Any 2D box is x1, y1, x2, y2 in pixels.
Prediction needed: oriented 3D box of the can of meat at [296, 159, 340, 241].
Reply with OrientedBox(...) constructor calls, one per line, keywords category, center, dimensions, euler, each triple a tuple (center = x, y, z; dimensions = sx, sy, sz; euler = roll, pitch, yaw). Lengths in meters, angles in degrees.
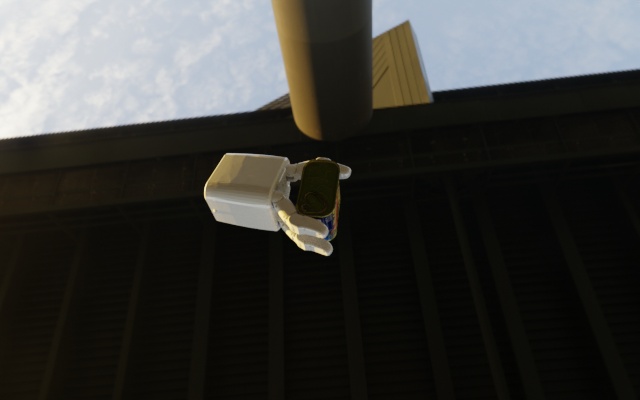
OrientedBox(category="can of meat", center=(0.000, 0.003, 0.738), dimensions=(0.057, 0.102, 0.084), euler=(4, -33, 8))
